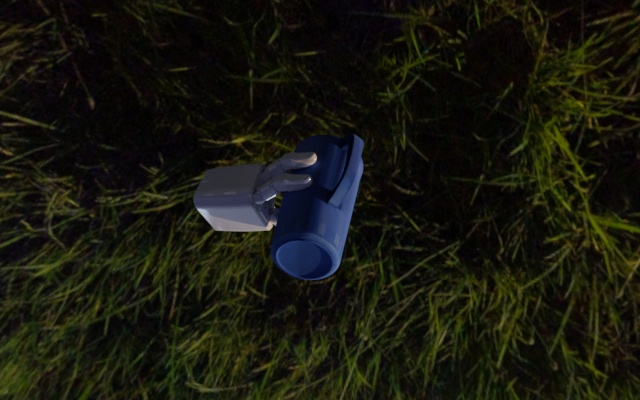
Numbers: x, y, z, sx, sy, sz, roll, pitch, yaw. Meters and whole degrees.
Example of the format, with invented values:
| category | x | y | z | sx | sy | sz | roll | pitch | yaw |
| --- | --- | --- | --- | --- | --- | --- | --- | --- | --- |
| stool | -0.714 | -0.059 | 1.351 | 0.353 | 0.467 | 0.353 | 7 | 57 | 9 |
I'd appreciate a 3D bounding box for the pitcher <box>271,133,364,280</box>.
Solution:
| category | x | y | z | sx | sy | sz | roll | pitch | yaw |
| --- | --- | --- | --- | --- | --- | --- | --- | --- | --- |
| pitcher | 0.000 | 0.003 | 0.794 | 0.145 | 0.149 | 0.242 | -2 | 42 | 13 |
